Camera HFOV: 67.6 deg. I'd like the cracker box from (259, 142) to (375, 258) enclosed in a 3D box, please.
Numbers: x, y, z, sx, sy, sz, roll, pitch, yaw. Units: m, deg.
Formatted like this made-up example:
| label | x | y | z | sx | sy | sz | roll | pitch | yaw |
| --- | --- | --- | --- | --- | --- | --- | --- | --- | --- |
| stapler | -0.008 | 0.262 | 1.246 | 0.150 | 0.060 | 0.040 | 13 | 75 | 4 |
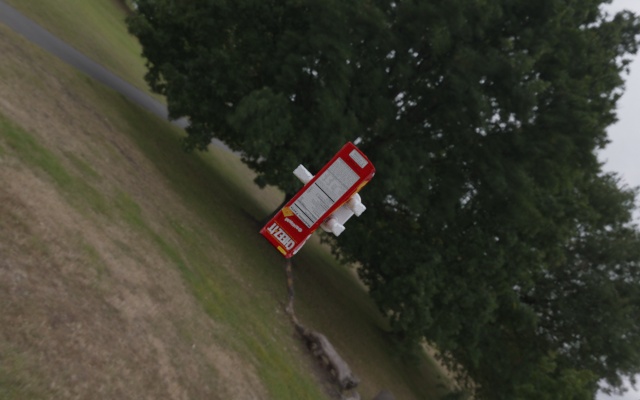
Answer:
| label | x | y | z | sx | sy | sz | roll | pitch | yaw |
| --- | --- | --- | --- | --- | --- | --- | --- | --- | --- |
| cracker box | 0.000 | 0.003 | 0.858 | 0.072 | 0.213 | 0.164 | 45 | 0 | 3 |
